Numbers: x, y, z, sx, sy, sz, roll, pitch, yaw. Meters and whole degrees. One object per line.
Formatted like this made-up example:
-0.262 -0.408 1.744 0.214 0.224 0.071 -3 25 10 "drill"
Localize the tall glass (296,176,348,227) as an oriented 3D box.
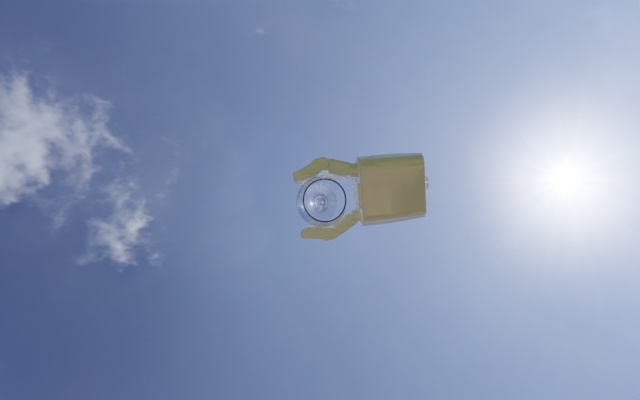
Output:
0.000 0.003 0.766 0.079 0.079 0.201 0 -2 -3 "tall glass"
